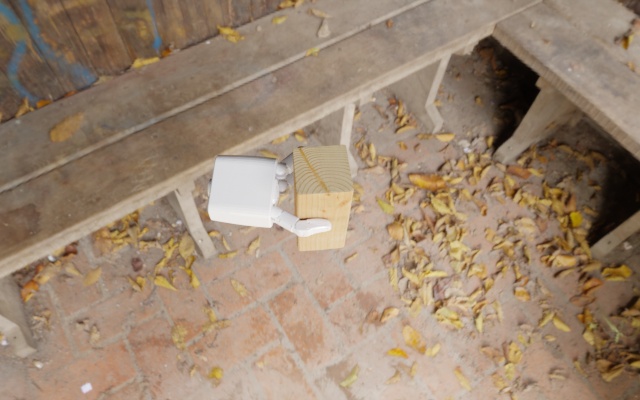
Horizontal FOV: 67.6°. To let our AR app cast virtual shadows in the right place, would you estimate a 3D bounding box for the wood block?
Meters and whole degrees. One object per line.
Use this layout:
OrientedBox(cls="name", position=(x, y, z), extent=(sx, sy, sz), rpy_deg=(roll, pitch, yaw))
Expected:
OrientedBox(cls="wood block", position=(0.000, 0.003, 0.836), extent=(0.090, 0.090, 0.206), rpy_deg=(-4, -30, -4))
